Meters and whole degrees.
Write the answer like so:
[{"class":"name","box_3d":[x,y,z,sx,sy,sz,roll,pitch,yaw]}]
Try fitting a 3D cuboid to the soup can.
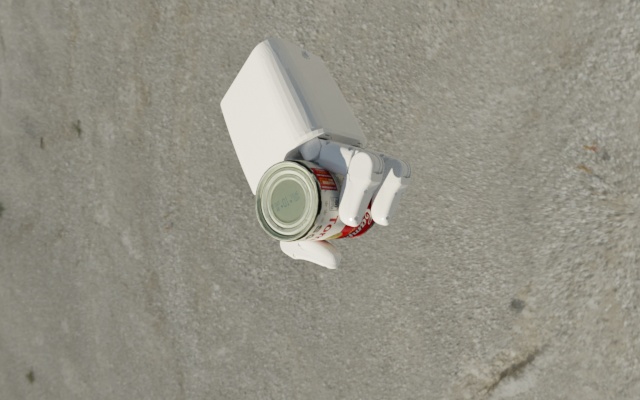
[{"class":"soup can","box_3d":[0.000,0.002,0.422,0.068,0.068,0.102,0,-1,34]}]
